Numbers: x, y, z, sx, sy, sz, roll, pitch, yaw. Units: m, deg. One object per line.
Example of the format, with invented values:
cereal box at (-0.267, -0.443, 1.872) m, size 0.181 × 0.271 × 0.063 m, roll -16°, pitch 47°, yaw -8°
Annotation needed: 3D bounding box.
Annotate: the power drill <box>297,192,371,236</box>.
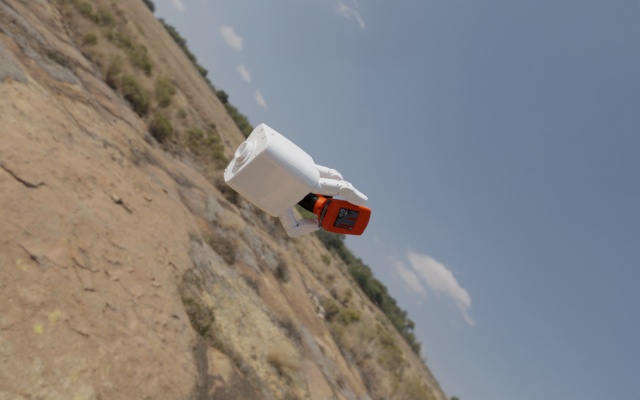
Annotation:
power drill at (0.000, 0.003, 0.873) m, size 0.184 × 0.057 × 0.187 m, roll 11°, pitch 12°, yaw -46°
